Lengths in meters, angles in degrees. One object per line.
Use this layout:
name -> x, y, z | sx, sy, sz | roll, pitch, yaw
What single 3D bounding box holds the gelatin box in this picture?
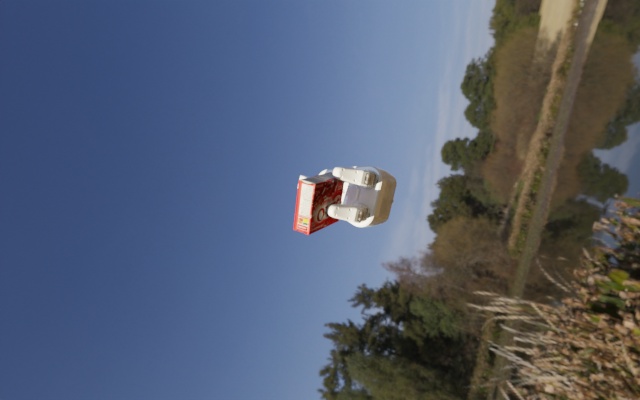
gelatin box -> 0.000, 0.002, 0.681 | 0.030, 0.073, 0.089 | 17, 18, 28
